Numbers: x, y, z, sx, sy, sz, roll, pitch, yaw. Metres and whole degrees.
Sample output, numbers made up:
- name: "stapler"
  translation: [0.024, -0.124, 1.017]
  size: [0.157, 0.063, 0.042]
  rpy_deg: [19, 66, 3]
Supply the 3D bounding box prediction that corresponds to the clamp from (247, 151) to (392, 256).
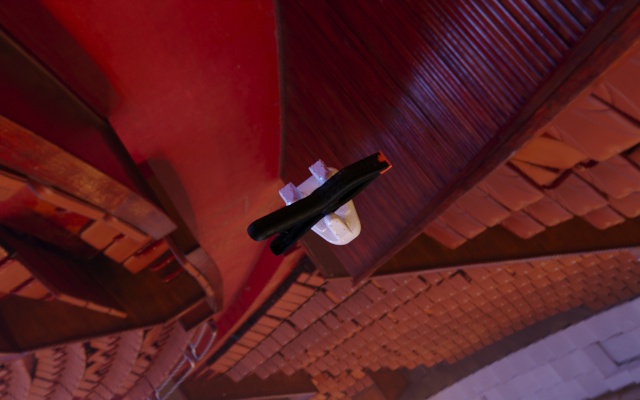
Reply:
- name: "clamp"
  translation: [0.001, 0.002, 0.626]
  size: [0.210, 0.036, 0.164]
  rpy_deg: [-36, -12, 3]
